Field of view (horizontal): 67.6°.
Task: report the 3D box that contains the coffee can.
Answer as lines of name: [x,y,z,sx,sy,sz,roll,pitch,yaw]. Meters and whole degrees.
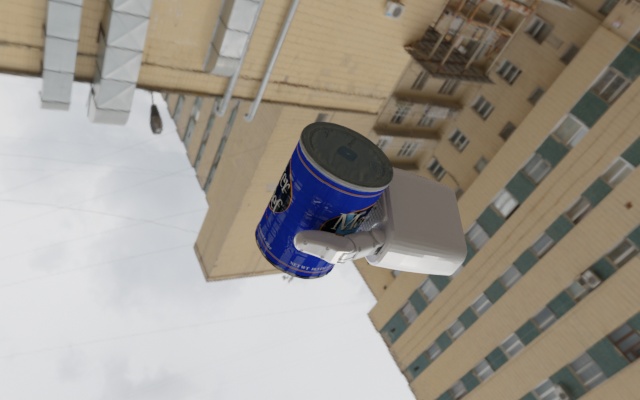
coffee can: [0.000,0.002,0.517,0.103,0.140,0.102,19,36,-15]
